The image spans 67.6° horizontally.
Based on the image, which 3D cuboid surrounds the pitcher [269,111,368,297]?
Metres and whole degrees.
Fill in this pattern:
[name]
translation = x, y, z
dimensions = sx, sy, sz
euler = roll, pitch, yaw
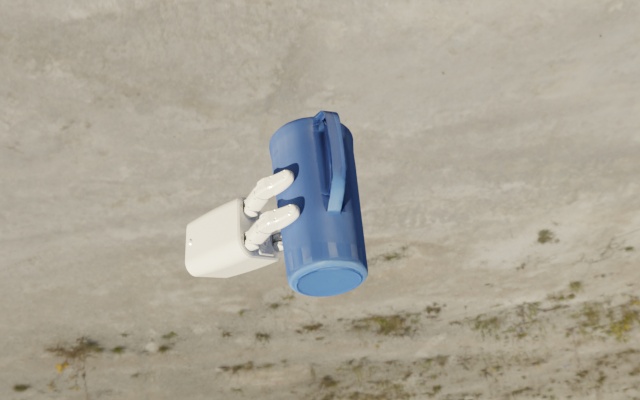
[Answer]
[pitcher]
translation = 0.000, 0.002, 0.682
dimensions = 0.145, 0.242, 0.149
euler = -21, -35, 20
